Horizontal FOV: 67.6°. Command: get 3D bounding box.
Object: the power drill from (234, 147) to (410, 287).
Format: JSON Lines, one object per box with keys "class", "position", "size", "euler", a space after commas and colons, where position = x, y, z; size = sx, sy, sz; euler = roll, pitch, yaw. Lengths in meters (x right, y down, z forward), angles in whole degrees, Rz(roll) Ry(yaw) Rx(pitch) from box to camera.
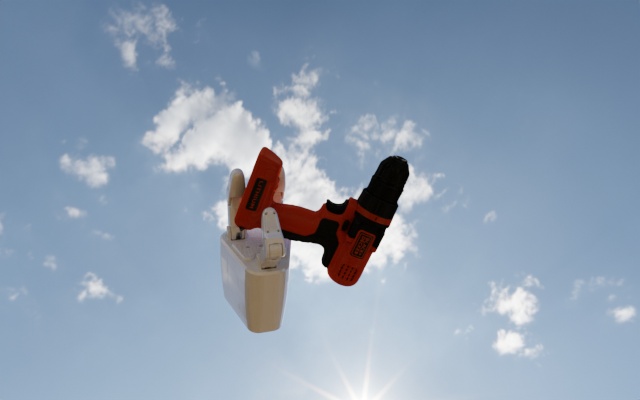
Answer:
{"class": "power drill", "position": [0.000, 0.002, 0.601], "size": [0.187, 0.184, 0.057], "euler": [23, 14, -6]}
